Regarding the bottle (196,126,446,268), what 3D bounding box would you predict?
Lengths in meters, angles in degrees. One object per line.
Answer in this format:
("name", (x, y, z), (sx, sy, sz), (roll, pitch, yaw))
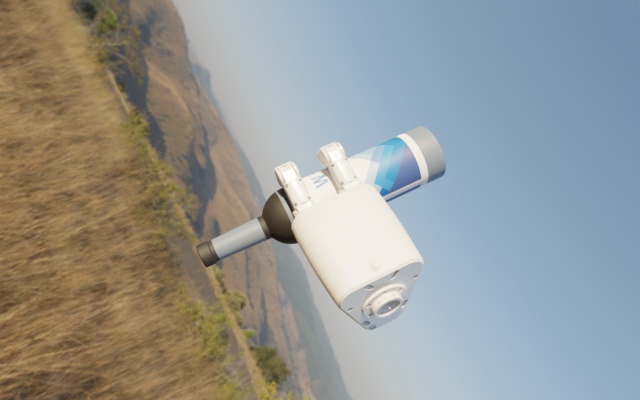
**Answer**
("bottle", (0.000, 0.002, 0.551), (0.295, 0.069, 0.069), (-25, 4, -9))
